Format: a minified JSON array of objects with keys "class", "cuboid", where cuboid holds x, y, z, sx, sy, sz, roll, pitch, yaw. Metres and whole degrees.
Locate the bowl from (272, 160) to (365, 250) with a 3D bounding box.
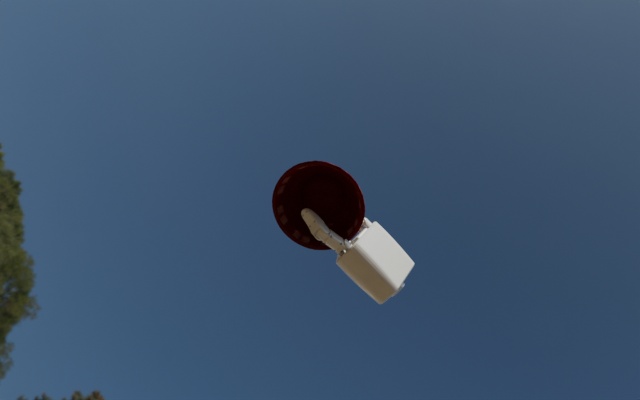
[{"class":"bowl","cuboid":[-0.001,0.001,0.832,0.162,0.162,0.055,0,20,12]}]
